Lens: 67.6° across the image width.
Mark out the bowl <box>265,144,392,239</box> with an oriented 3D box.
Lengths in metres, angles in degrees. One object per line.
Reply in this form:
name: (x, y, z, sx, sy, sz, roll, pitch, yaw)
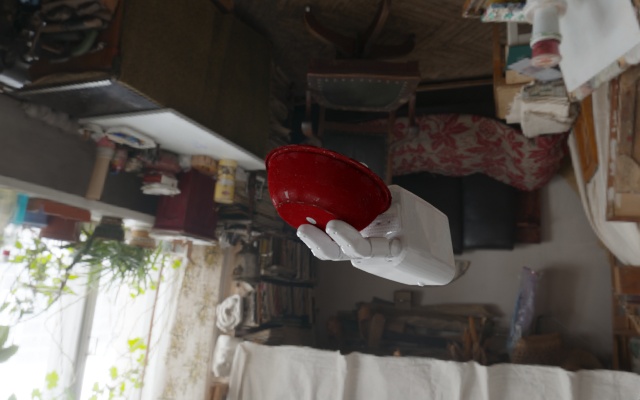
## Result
bowl: (-0.001, 0.002, 0.570, 0.162, 0.055, 0.162, 17, -24, 8)
